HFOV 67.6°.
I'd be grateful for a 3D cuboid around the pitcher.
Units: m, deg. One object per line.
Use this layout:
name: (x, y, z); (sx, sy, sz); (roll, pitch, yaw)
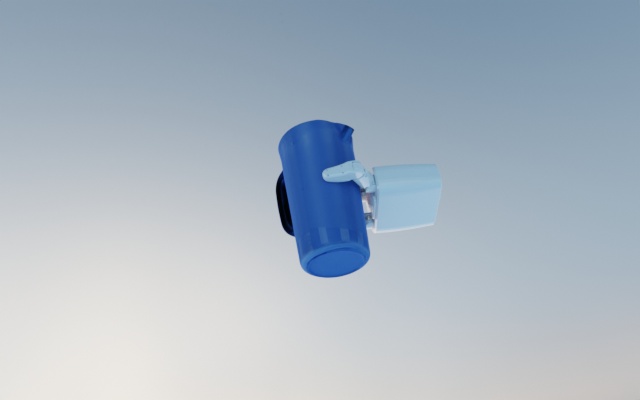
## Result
pitcher: (0.000, 0.003, 0.786); (0.145, 0.242, 0.149); (-6, -34, -5)
